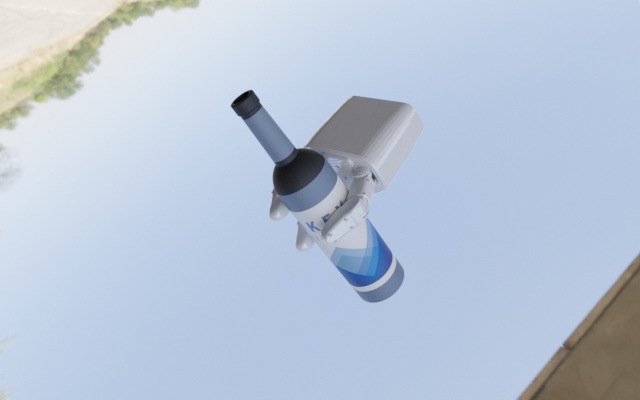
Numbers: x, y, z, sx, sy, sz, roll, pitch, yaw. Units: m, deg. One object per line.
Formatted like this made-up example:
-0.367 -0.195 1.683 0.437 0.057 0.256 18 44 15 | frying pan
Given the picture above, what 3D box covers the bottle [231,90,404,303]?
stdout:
0.000 0.002 0.539 0.069 0.069 0.296 0 -44 47 | bottle
